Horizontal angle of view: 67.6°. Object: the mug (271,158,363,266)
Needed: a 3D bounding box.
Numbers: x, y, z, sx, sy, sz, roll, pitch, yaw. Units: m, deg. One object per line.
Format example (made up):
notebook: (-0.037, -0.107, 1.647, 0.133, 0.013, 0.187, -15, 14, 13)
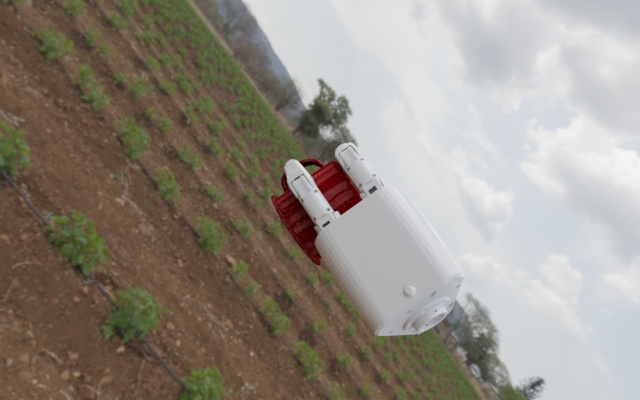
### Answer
mug: (0.000, 0.001, 0.528, 0.081, 0.117, 0.093, -35, -30, 3)
